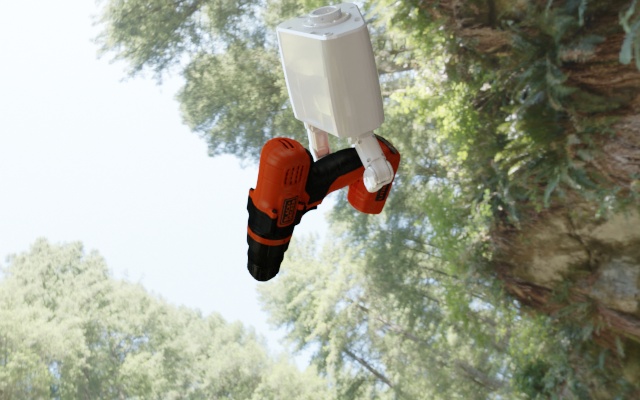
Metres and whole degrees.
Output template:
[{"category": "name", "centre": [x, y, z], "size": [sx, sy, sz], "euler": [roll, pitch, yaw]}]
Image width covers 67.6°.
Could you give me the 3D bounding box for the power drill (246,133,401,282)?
[{"category": "power drill", "centre": [0.000, 0.001, 0.554], "size": [0.187, 0.185, 0.057], "euler": [-19, 49, -38]}]
